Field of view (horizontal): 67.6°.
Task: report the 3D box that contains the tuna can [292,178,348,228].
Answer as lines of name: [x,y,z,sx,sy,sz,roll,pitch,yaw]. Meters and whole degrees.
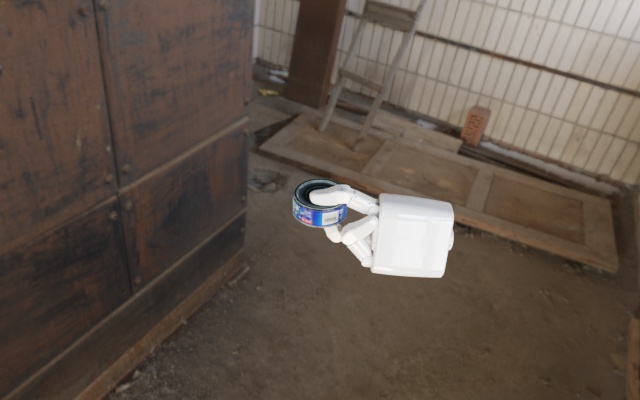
tuna can: [0.000,0.002,0.726,0.086,0.034,0.086,1,36,-1]
